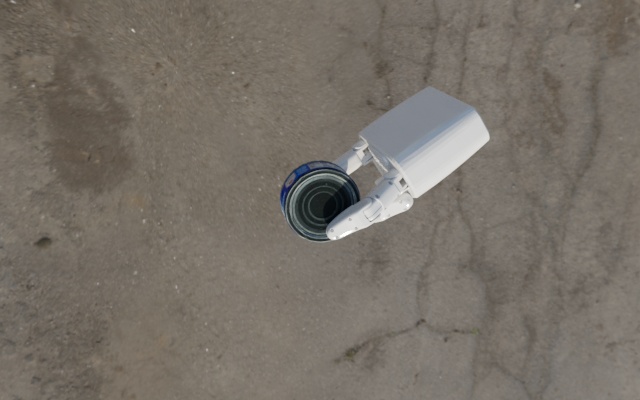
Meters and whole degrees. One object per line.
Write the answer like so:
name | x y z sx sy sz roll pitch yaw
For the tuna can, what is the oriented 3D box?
tuna can | 0.000 0.002 0.521 0.086 0.086 0.033 0 18 -12
